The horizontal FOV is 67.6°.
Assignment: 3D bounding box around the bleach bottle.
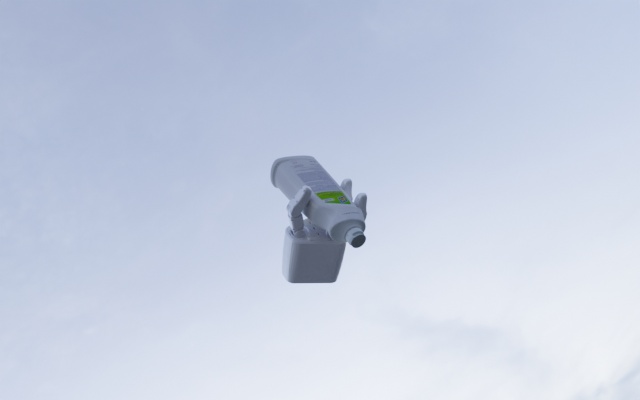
[{"bbox_3d":[0.000,0.003,0.873,0.102,0.068,0.250,-9,36,-26],"label":"bleach bottle"}]
